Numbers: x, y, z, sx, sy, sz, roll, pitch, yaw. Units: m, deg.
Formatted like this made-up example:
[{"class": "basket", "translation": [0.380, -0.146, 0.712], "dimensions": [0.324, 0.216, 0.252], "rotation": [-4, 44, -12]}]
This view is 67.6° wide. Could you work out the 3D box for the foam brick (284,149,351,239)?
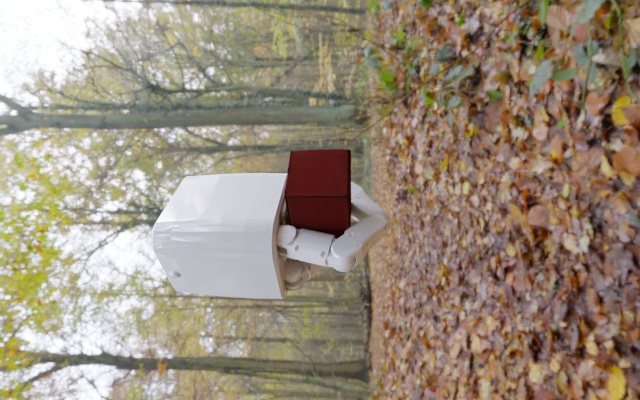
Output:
[{"class": "foam brick", "translation": [0.000, 0.001, 0.410], "dimensions": [0.051, 0.053, 0.078], "rotation": [2, -40, 5]}]
